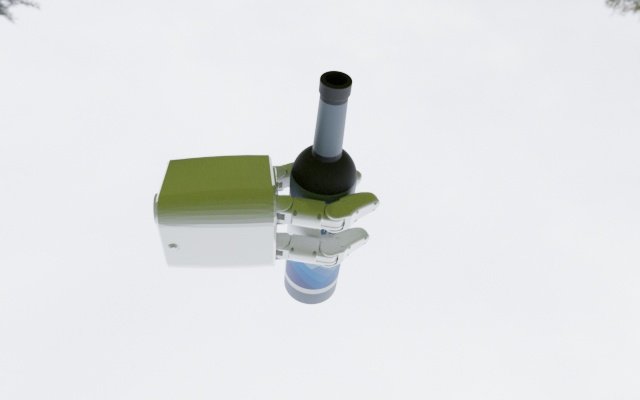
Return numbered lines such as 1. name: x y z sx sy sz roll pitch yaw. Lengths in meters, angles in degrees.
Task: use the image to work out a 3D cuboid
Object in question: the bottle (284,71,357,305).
1. bottle: 0.000 0.002 0.498 0.069 0.069 0.296 0 -44 -7
